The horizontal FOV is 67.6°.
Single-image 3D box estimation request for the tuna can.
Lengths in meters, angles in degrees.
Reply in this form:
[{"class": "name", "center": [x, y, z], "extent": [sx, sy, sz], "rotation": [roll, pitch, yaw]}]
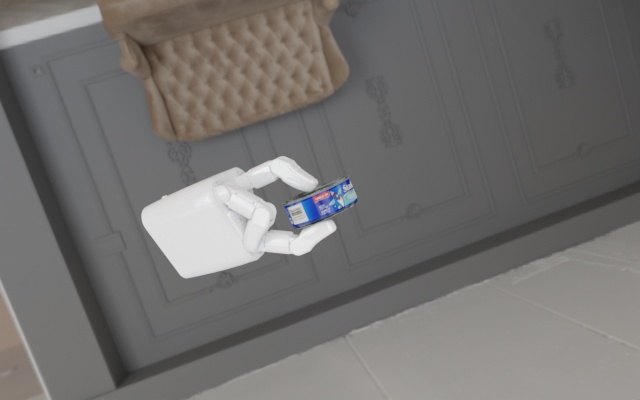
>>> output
[{"class": "tuna can", "center": [0.000, 0.002, 0.565], "extent": [0.086, 0.034, 0.086], "rotation": [-23, 5, 2]}]
